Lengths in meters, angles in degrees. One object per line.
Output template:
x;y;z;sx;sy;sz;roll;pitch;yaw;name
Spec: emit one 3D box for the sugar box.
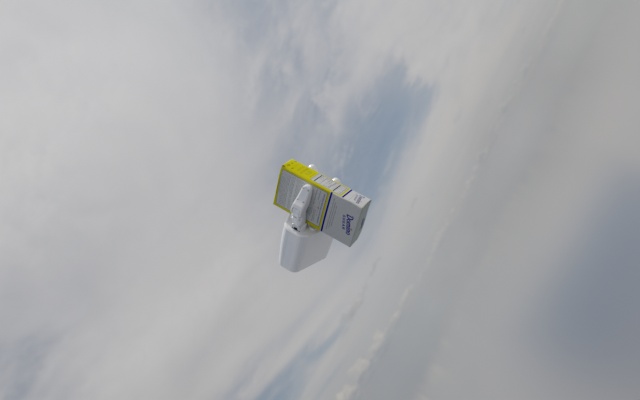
0.000;0.003;0.882;0.176;0.093;0.048;28;37;17;sugar box
